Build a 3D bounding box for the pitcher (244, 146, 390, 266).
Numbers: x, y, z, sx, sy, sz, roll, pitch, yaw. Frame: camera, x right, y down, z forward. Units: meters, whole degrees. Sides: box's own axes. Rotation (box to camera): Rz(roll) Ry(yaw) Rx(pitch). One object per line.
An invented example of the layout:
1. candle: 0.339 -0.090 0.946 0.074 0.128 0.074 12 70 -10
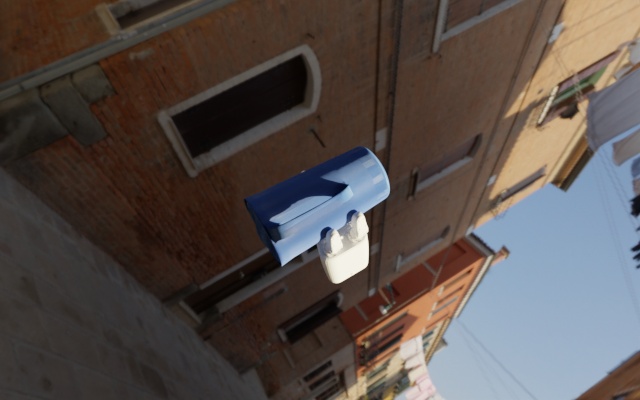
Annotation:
1. pitcher: 0.000 0.003 0.839 0.243 0.145 0.149 -29 52 -12
